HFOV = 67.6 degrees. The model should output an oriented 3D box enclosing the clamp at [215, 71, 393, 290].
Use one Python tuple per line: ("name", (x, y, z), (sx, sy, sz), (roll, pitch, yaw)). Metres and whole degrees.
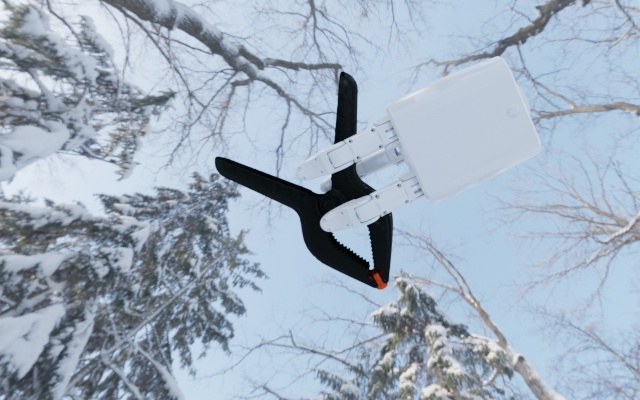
("clamp", (0.001, 0.002, 0.482), (0.164, 0.210, 0.036), (-24, 8, 14))
